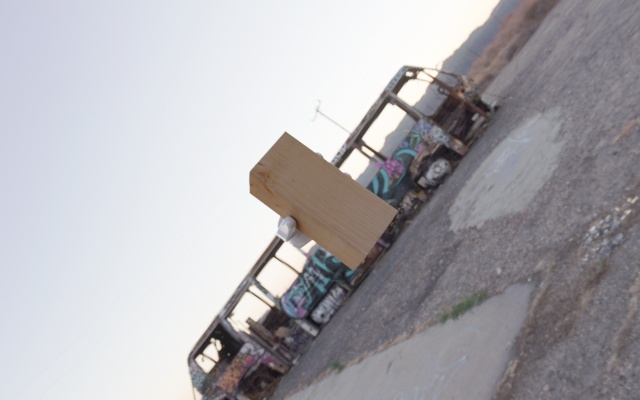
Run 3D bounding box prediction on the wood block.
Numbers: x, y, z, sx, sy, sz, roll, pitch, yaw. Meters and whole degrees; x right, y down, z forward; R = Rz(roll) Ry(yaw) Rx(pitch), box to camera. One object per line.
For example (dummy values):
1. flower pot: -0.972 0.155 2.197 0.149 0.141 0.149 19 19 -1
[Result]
1. wood block: 0.000 0.003 0.725 0.206 0.090 0.090 36 -22 6
